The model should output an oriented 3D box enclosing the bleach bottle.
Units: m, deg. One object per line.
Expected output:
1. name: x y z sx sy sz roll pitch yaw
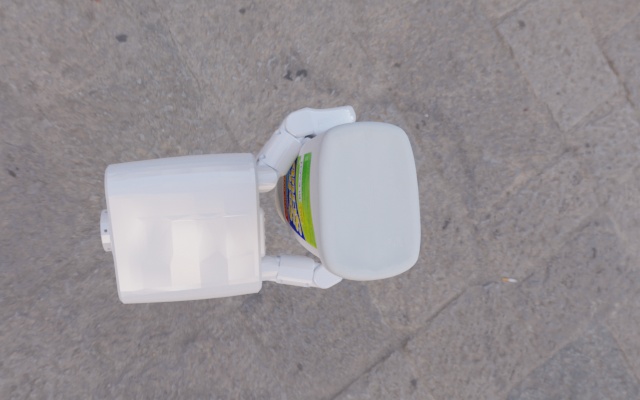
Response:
1. bleach bottle: 0.000 0.001 0.412 0.068 0.102 0.251 -3 -1 -14
